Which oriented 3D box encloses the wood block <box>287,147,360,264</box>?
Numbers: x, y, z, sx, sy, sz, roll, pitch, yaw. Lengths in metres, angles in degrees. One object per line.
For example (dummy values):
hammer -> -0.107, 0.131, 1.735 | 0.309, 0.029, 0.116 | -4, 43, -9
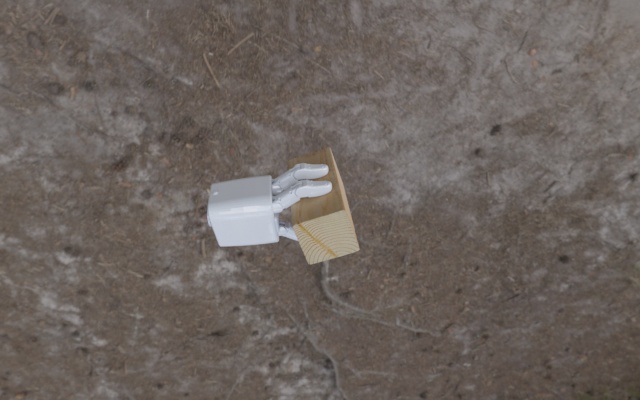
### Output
wood block -> 0.000, 0.003, 0.843 | 0.090, 0.091, 0.206 | -17, 35, 5
